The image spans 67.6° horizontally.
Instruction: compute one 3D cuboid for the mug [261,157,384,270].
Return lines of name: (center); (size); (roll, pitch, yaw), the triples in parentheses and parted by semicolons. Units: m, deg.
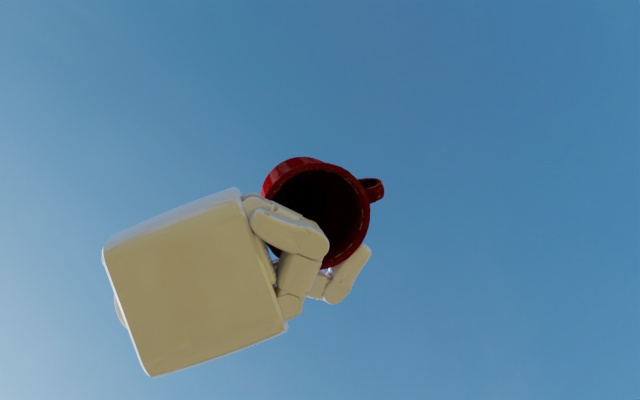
mug: (0.001, 0.001, 0.433); (0.117, 0.093, 0.081); (-19, 17, -7)
